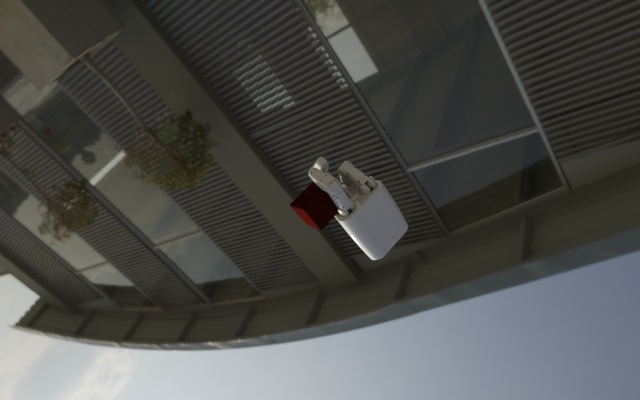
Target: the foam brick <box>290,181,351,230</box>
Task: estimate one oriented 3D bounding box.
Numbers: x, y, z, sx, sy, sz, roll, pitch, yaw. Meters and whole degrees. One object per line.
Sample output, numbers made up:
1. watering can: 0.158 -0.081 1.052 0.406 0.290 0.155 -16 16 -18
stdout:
1. foam brick: 0.000 0.003 0.795 0.078 0.051 0.053 -45 28 -15
